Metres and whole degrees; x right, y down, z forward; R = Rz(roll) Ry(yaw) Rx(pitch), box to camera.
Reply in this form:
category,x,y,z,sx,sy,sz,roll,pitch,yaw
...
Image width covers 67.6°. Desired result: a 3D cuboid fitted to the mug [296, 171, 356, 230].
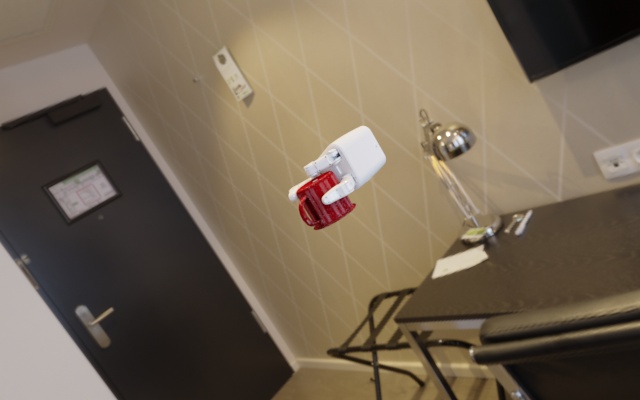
category,x,y,z,sx,sy,sz,roll,pitch,yaw
mug,-0.001,0.003,0.889,0.093,0.081,0.117,-22,12,47
